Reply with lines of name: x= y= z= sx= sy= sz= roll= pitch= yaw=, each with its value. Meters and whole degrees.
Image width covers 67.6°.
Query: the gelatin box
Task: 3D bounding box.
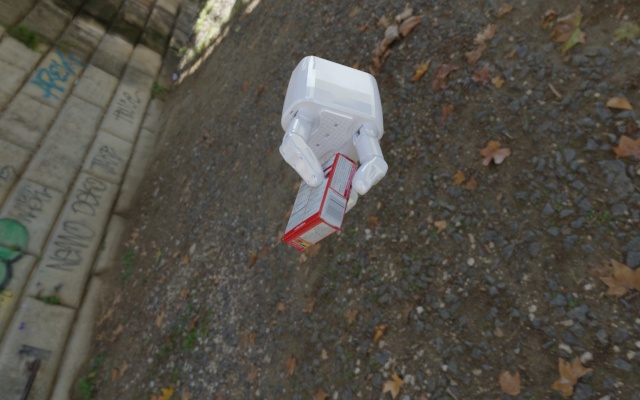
gelatin box: x=0.000 y=0.002 z=0.507 sx=0.030 sy=0.089 sz=0.073 roll=32 pitch=-38 yaw=-20
